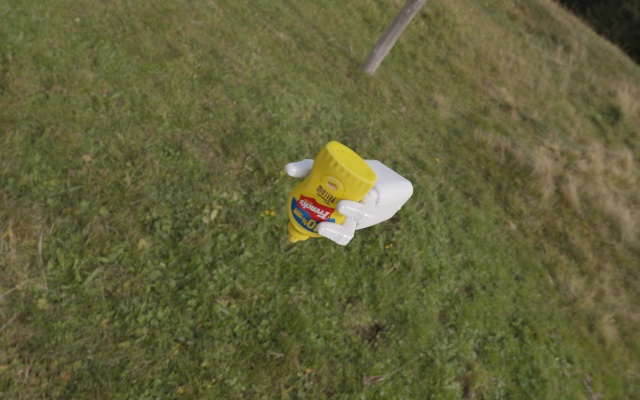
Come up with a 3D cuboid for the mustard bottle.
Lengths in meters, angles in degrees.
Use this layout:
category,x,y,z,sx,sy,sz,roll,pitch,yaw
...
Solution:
category,x,y,z,sx,sy,sz,roll,pitch,yaw
mustard bottle,0.000,0.002,0.767,0.096,0.192,0.058,39,35,1
